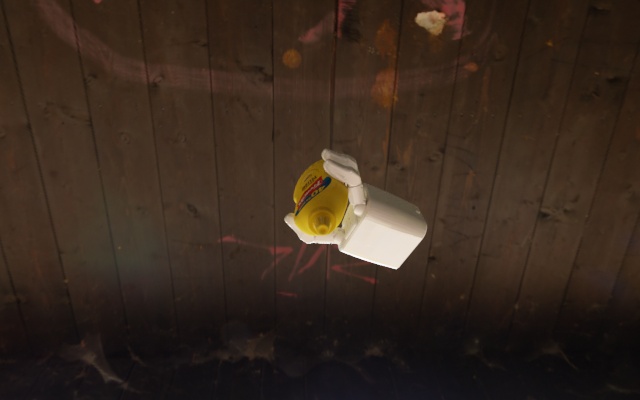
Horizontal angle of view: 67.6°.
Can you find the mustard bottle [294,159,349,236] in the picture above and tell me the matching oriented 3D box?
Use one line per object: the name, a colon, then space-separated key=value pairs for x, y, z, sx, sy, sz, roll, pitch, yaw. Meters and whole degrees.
mustard bottle: x=0.000 y=0.002 z=0.737 sx=0.096 sy=0.058 sz=0.191 roll=-42 pitch=19 yaw=15
